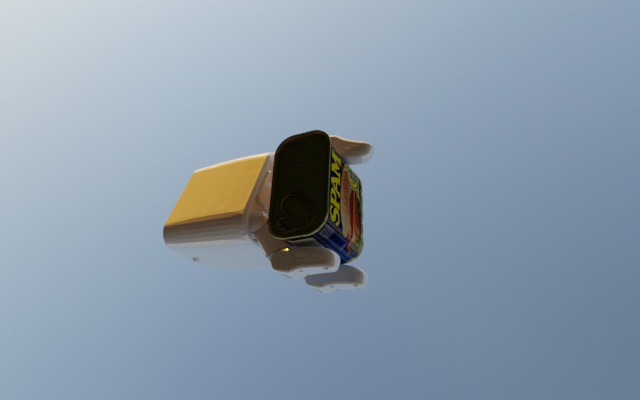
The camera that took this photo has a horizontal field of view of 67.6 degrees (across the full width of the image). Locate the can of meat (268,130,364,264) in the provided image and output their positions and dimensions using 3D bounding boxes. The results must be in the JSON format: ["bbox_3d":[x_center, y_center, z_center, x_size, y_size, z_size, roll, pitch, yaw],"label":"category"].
[{"bbox_3d":[0.000,0.001,0.441,0.057,0.102,0.084,-11,-30,24],"label":"can of meat"}]
